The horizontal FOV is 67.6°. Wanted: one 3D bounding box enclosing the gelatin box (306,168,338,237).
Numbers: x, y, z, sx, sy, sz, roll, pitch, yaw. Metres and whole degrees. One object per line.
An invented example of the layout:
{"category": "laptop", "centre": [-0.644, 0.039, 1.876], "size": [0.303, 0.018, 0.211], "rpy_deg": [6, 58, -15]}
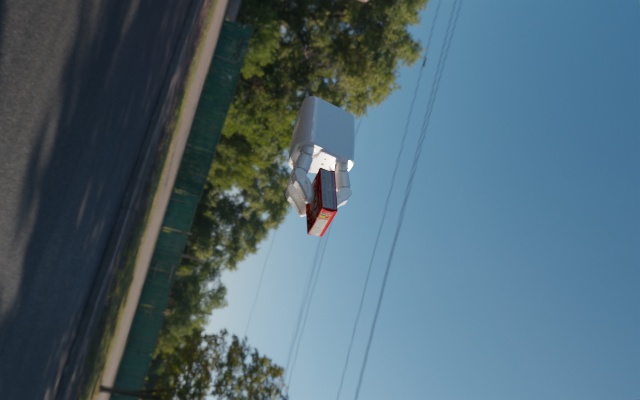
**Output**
{"category": "gelatin box", "centre": [0.001, 0.003, 0.783], "size": [0.030, 0.089, 0.073], "rpy_deg": [11, -41, -17]}
